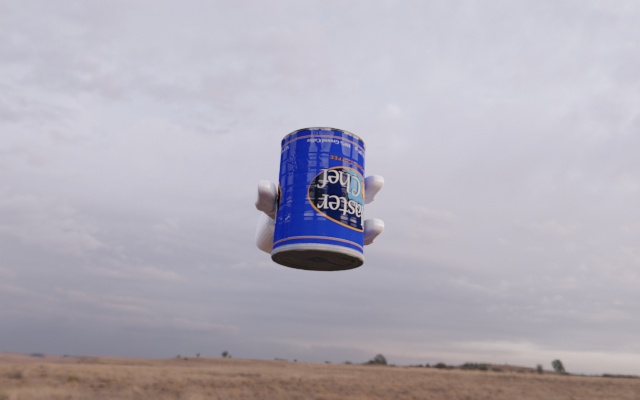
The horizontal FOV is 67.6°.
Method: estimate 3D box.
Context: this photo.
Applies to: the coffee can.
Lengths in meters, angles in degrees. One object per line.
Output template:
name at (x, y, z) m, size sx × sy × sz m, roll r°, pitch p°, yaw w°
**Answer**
coffee can at (0.000, 0.002, 0.547) m, size 0.103 × 0.140 × 0.103 m, roll 3°, pitch -20°, yaw 1°
